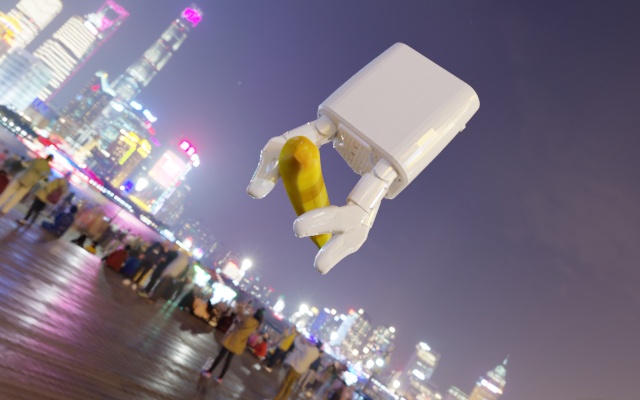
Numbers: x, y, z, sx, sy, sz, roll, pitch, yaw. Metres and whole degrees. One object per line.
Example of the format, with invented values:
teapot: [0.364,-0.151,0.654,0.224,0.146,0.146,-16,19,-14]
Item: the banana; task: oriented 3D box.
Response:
banana: [-0.009,-0.009,0.448,0.037,0.069,0.198,-32,-31,-10]
